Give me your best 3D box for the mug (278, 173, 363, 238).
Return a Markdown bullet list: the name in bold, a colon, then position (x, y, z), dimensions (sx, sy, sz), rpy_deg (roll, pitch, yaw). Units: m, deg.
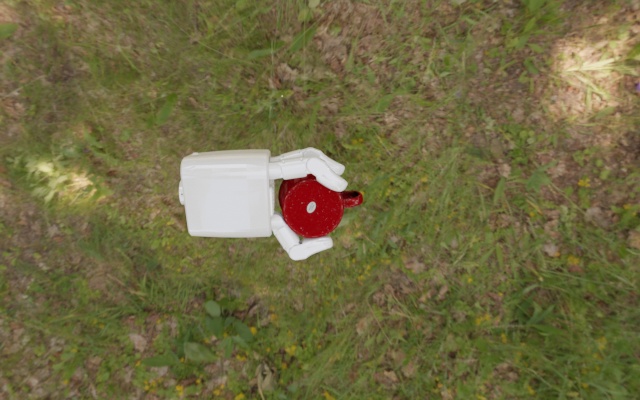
- **mug**: position (0.002, 0.002, 0.652), dimensions (0.117, 0.093, 0.081), rpy_deg (-2, 13, -3)
